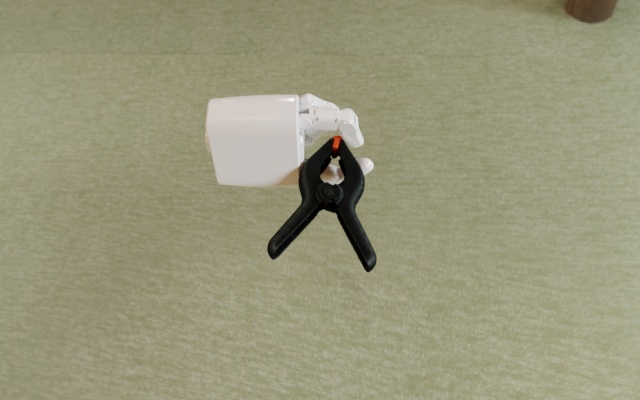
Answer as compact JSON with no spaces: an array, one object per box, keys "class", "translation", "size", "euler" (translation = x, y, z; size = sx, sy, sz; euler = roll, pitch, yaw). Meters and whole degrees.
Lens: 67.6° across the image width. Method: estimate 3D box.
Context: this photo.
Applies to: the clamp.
[{"class":"clamp","translation":[0.000,0.001,0.556],"size":[0.120,0.171,0.039],"euler":[3,-30,-7]}]
